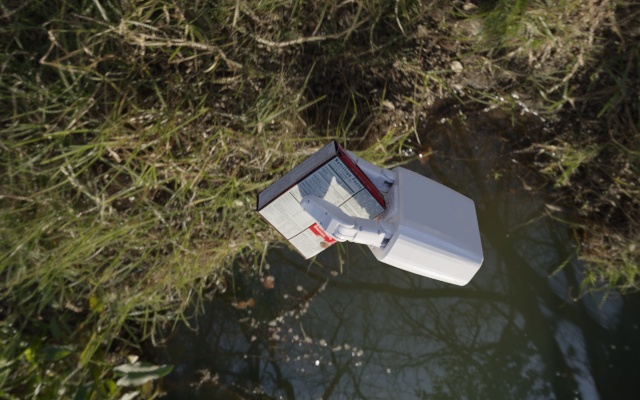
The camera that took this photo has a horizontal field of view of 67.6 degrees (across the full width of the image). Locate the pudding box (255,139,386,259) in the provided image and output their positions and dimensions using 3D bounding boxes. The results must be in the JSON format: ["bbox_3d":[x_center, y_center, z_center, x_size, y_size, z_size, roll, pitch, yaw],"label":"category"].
[{"bbox_3d":[0.000,0.002,0.516,0.113,0.090,0.039,-35,27,16],"label":"pudding box"}]
